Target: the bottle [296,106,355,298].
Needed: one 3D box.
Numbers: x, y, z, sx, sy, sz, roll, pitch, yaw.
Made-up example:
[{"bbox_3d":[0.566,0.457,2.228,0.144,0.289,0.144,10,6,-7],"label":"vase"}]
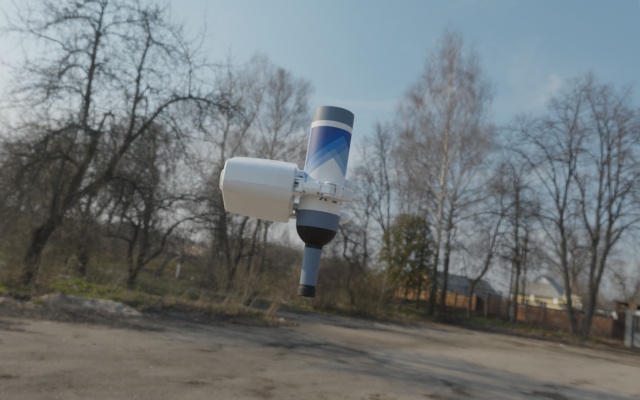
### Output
[{"bbox_3d":[0.000,0.002,0.750,0.069,0.295,0.069,9,-9,1],"label":"bottle"}]
